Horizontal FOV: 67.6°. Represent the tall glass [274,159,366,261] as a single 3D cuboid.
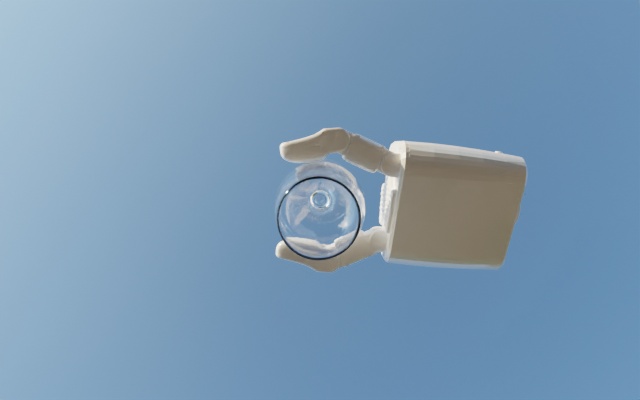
[{"bbox_3d":[0.000,0.001,0.443,0.079,0.079,0.201,0,7,1],"label":"tall glass"}]
